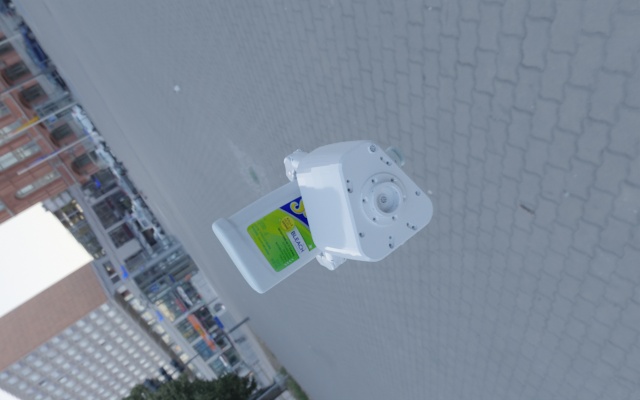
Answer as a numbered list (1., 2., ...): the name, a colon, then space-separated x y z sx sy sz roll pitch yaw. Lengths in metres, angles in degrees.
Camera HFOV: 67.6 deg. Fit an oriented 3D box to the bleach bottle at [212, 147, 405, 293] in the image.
1. bleach bottle: 0.000 0.002 0.590 0.251 0.102 0.068 -35 14 -18
